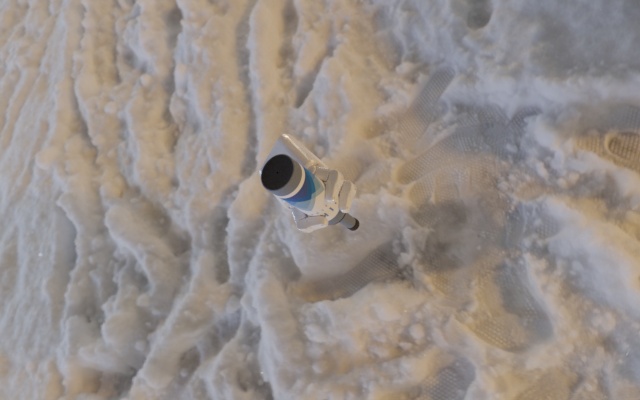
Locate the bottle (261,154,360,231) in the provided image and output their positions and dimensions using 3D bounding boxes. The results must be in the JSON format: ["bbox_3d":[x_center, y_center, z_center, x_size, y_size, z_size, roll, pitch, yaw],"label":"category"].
[{"bbox_3d":[0.000,0.003,0.897,0.069,0.069,0.296,0,-19,31],"label":"bottle"}]
